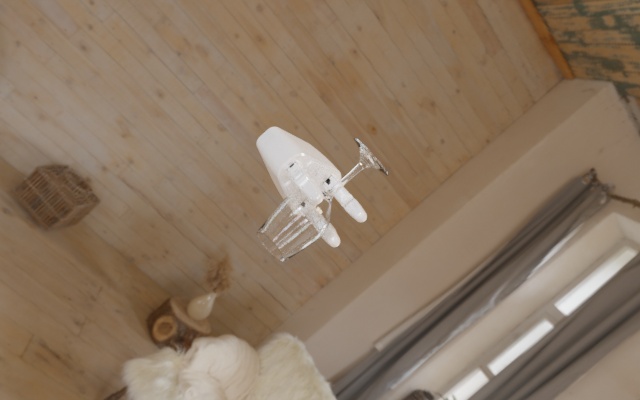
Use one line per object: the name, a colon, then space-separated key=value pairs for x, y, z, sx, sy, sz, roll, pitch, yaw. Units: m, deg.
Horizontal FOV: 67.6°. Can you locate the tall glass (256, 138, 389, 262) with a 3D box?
tall glass: x=0.001 y=0.002 z=0.700 sx=0.201 sy=0.079 sz=0.079 roll=-42 pitch=-2 yaw=2
